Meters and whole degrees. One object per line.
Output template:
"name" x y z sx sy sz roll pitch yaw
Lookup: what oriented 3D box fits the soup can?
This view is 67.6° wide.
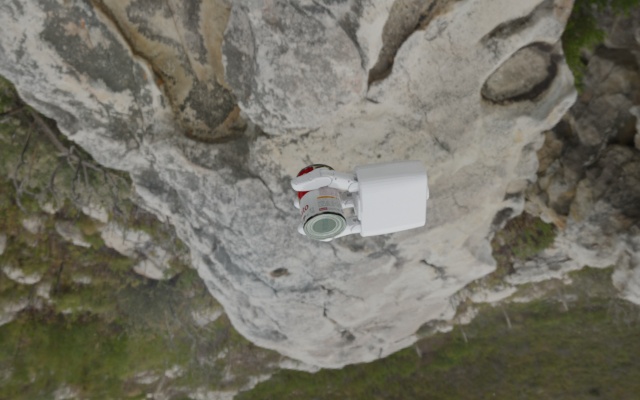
"soup can" 0.000 0.003 0.744 0.068 0.102 0.069 -6 -40 -5
